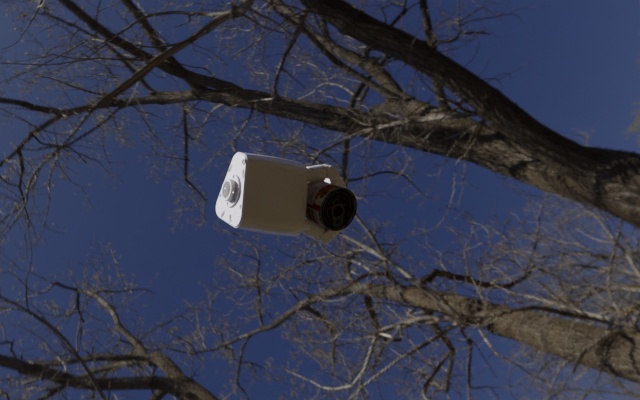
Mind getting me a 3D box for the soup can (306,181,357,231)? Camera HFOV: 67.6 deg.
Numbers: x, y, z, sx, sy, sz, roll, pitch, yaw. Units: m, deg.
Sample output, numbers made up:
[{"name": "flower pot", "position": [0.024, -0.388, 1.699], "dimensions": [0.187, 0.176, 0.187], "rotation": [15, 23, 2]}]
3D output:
[{"name": "soup can", "position": [0.000, 0.002, 0.759], "dimensions": [0.068, 0.068, 0.102], "rotation": [0, 13, -35]}]
